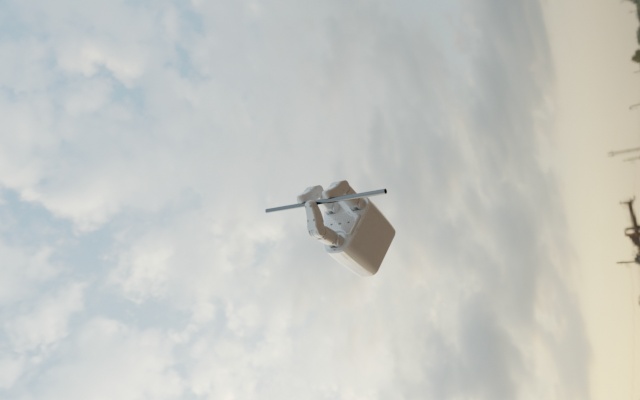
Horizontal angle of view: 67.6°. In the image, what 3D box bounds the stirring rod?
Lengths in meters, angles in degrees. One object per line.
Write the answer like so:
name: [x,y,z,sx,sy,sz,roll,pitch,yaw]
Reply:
stirring rod: [0.000,0.003,0.765,0.239,0.011,0.011,-10,-6,37]
